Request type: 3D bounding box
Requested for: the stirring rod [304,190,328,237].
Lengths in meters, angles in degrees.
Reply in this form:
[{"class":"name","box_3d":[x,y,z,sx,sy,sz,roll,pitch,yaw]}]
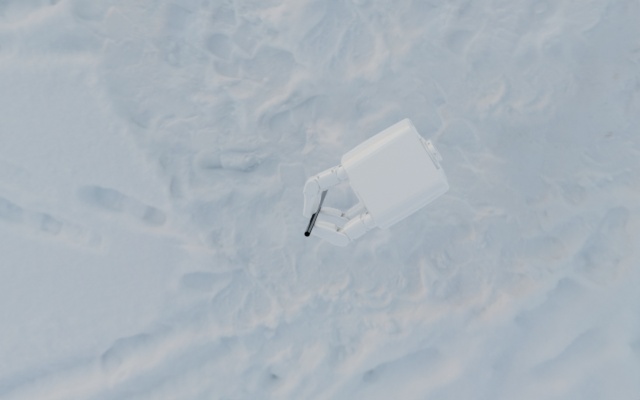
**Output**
[{"class":"stirring rod","box_3d":[0.000,0.002,0.738,0.011,0.011,0.239,0,20,9]}]
